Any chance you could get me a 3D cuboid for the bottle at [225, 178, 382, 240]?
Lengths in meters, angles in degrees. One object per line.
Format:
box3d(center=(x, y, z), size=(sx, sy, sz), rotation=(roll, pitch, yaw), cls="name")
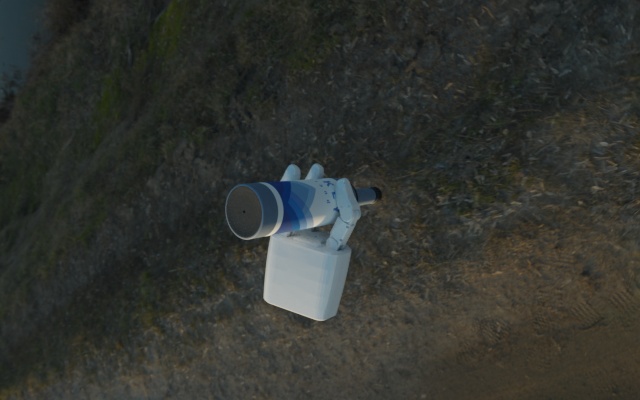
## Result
box3d(center=(0.000, 0.002, 0.678), size=(0.069, 0.069, 0.295), rotation=(0, 4, 38), cls="bottle")
